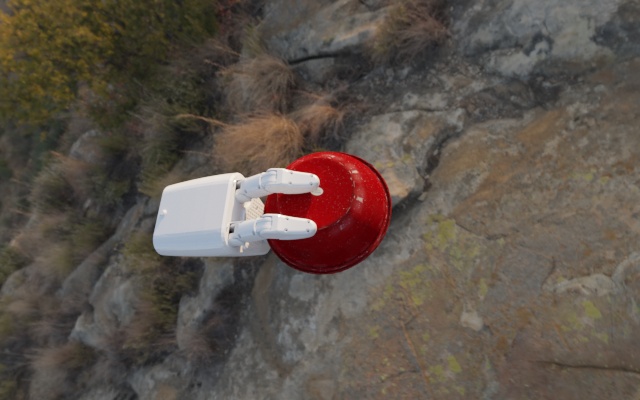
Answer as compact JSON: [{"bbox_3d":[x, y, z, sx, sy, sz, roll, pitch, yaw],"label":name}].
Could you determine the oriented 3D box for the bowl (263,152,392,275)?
[{"bbox_3d":[0.001,0.001,0.560,0.162,0.162,0.055,0,-24,15],"label":"bowl"}]
